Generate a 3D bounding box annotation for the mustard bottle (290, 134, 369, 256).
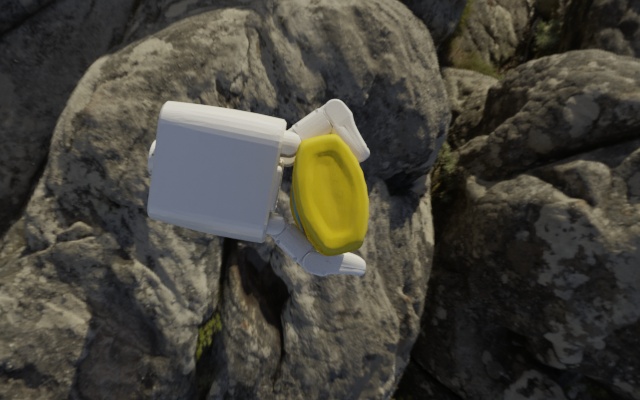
[{"bbox_3d":[0.000,0.001,0.464,0.058,0.096,0.191,-14,-3,-6],"label":"mustard bottle"}]
